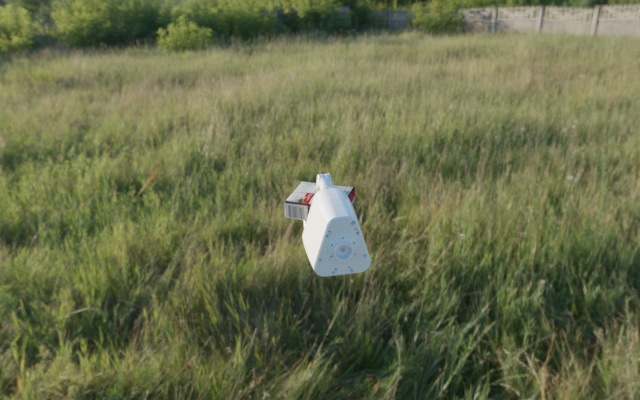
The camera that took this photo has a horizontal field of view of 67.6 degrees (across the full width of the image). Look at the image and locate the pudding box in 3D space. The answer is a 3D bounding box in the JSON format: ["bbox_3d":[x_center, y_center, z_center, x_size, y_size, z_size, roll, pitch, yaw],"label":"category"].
[{"bbox_3d":[0.000,0.003,0.882,0.113,0.039,0.090,8,29,17],"label":"pudding box"}]
